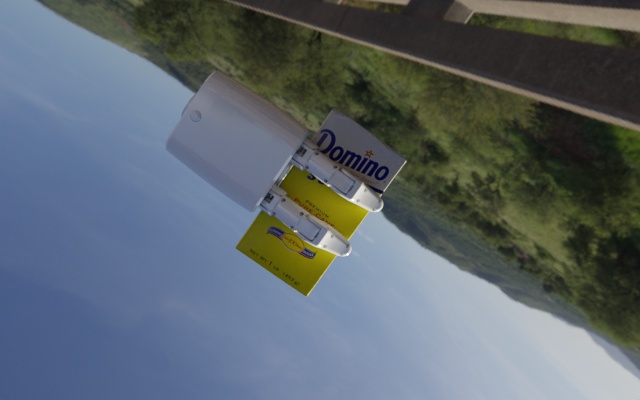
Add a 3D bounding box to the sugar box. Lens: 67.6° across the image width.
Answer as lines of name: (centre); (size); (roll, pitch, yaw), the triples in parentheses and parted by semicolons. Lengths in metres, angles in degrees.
sugar box: (0.000, 0.002, 0.500); (0.093, 0.176, 0.048); (35, 7, -5)
